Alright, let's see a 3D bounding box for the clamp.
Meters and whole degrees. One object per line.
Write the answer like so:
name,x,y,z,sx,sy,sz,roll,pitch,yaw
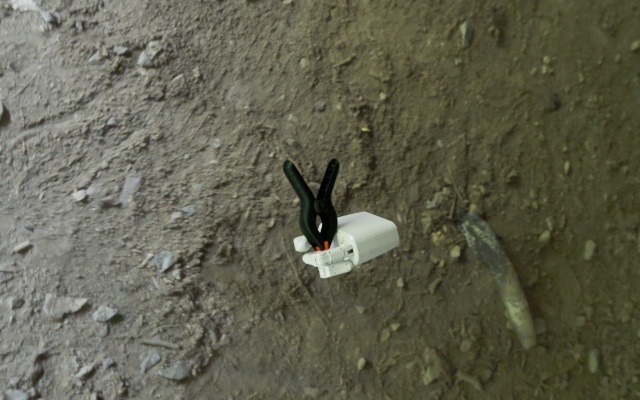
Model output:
clamp,0.000,0.003,0.847,0.120,0.171,0.039,-16,8,-33
